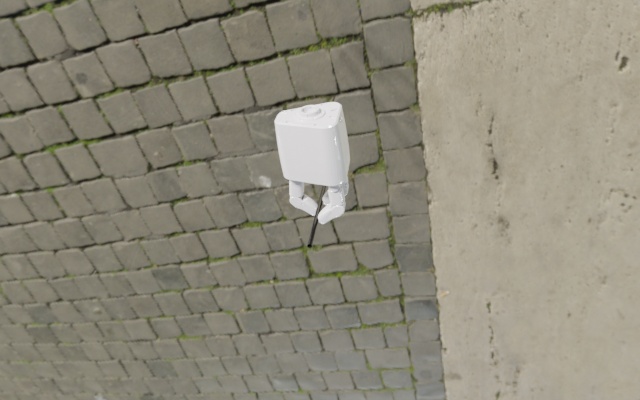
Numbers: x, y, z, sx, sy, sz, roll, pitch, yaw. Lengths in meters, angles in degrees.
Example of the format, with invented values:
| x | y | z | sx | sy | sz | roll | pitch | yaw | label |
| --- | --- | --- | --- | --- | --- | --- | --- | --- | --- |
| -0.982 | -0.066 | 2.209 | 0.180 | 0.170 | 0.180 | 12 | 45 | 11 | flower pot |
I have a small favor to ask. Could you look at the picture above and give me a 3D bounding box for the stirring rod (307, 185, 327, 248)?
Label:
| x | y | z | sx | sy | sz | roll | pitch | yaw | label |
| --- | --- | --- | --- | --- | --- | --- | --- | --- | --- |
| 0.000 | 0.003 | 0.867 | 0.011 | 0.011 | 0.239 | 0 | 36 | 10 | stirring rod |
